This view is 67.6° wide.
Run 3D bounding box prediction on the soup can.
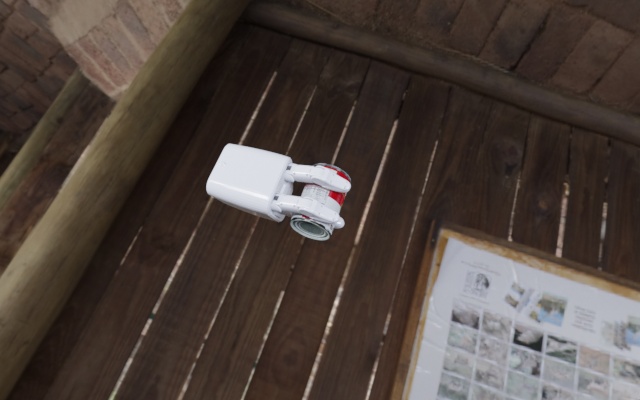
[{"bbox_3d":[0.000,0.003,0.747,0.068,0.102,0.068,17,-25,8],"label":"soup can"}]
